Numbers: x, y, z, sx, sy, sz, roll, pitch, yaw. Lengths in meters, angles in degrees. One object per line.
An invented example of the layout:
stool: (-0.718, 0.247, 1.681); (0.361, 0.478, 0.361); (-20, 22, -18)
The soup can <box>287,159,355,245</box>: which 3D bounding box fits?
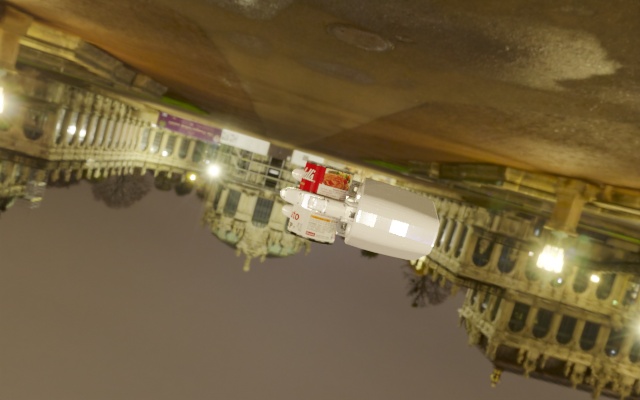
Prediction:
soup can: (0.000, 0.002, 0.649); (0.068, 0.102, 0.068); (16, 4, -1)
